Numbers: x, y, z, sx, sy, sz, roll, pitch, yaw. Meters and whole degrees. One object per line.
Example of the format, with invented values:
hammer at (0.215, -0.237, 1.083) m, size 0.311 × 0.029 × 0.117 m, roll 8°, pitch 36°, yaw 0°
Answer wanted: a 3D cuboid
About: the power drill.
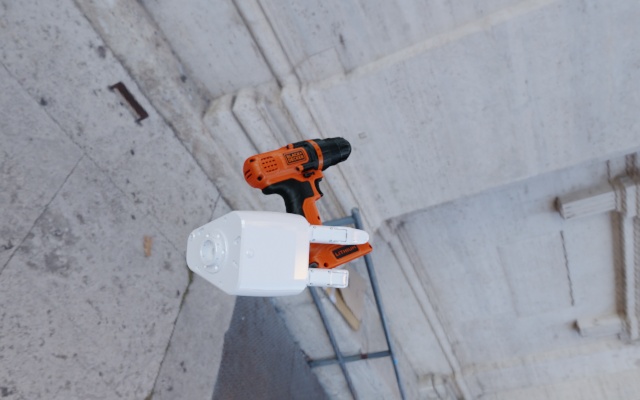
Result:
power drill at (0.000, 0.003, 0.678) m, size 0.184 × 0.187 × 0.057 m, roll -19°, pitch -11°, yaw -35°
